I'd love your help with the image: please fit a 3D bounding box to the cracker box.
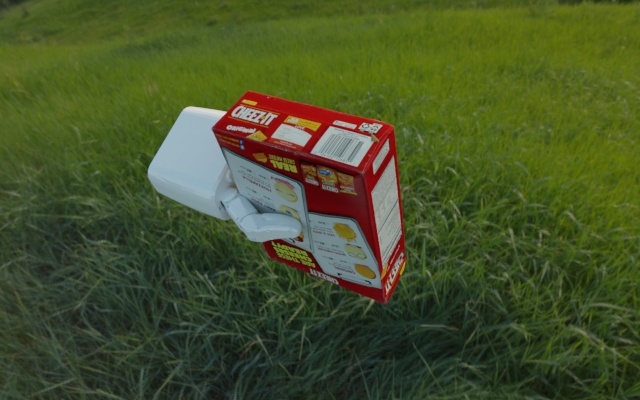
[{"bbox_3d":[0.000,0.002,0.499,0.164,0.072,0.214,18,-34,27],"label":"cracker box"}]
